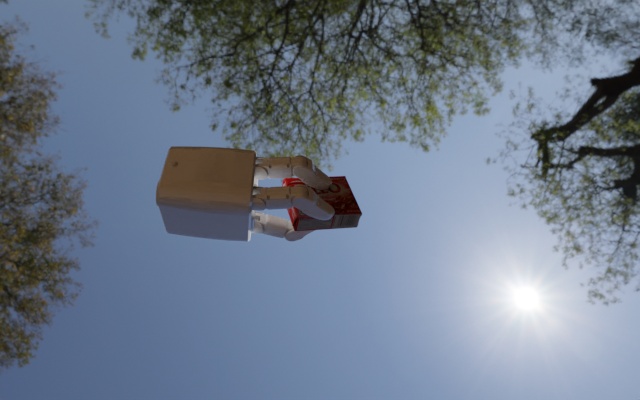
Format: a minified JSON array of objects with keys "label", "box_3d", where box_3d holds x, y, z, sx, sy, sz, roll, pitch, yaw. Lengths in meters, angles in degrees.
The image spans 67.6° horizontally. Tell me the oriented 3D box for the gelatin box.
[{"label":"gelatin box","box_3d":[0.000,0.002,0.619,0.089,0.030,0.073,-2,44,-19]}]
